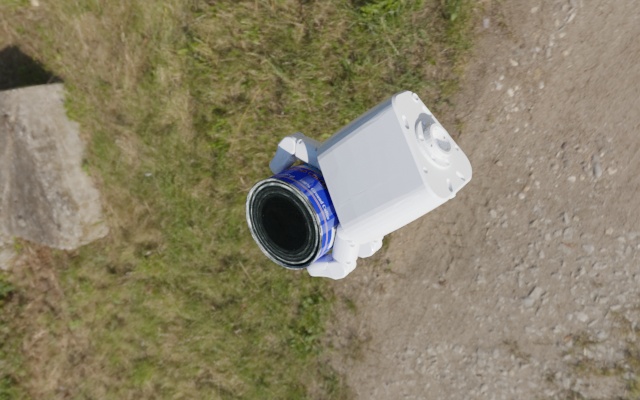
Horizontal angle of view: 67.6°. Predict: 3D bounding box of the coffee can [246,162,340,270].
[{"bbox_3d":[0.000,0.002,0.545,0.103,0.103,0.140,0,20,39],"label":"coffee can"}]
